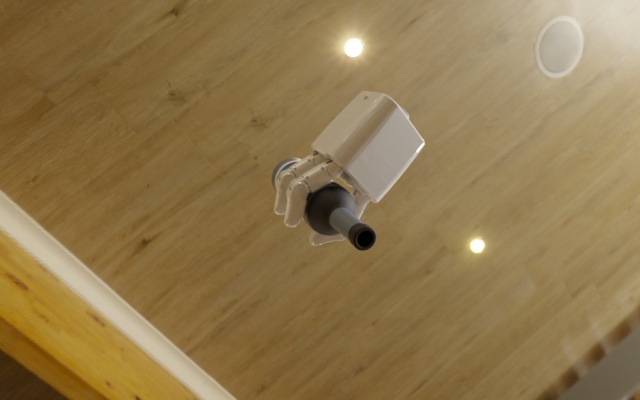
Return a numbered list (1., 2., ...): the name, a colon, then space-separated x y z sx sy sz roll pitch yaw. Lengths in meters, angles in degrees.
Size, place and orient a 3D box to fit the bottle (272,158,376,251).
1. bottle: 0.000 0.002 0.639 0.069 0.069 0.295 0 15 -19
